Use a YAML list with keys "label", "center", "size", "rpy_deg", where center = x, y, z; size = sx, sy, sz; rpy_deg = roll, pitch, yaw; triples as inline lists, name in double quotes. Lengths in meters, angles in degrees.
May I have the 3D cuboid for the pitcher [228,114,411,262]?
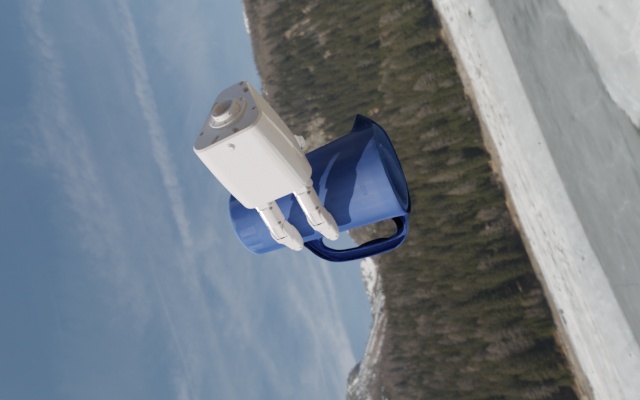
- label: "pitcher"
  center: [0.000, 0.002, 0.675]
  size: [0.243, 0.149, 0.145]
  rpy_deg: [-21, -43, 19]
